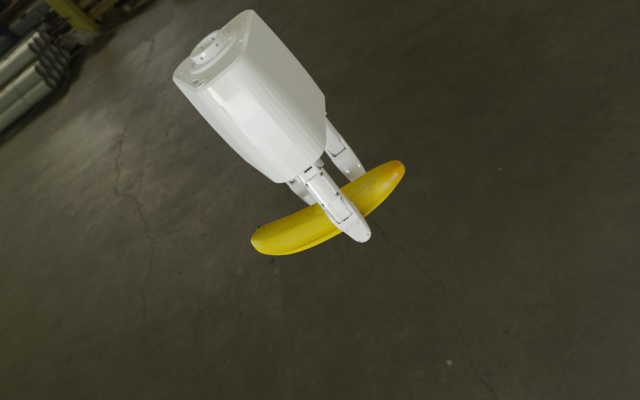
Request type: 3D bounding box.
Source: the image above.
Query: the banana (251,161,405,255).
[{"bbox_3d":[-0.005,0.016,0.486,0.198,0.069,0.037,-23,-55,29],"label":"banana"}]
